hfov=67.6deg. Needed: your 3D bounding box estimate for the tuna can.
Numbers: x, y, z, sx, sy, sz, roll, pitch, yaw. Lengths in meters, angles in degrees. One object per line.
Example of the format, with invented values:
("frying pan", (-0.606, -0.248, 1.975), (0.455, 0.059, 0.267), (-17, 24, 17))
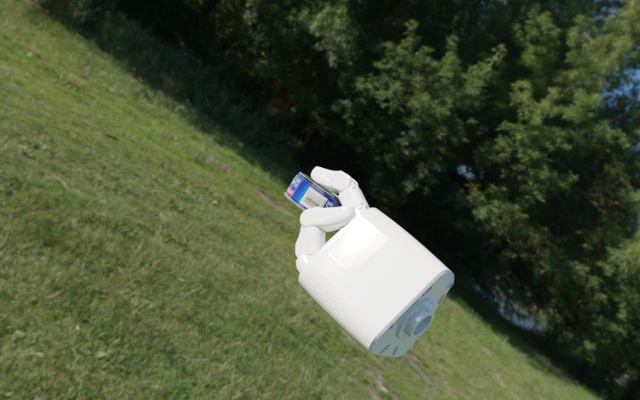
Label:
("tuna can", (0.000, 0.001, 0.580), (0.086, 0.034, 0.086), (34, 4, -3))
